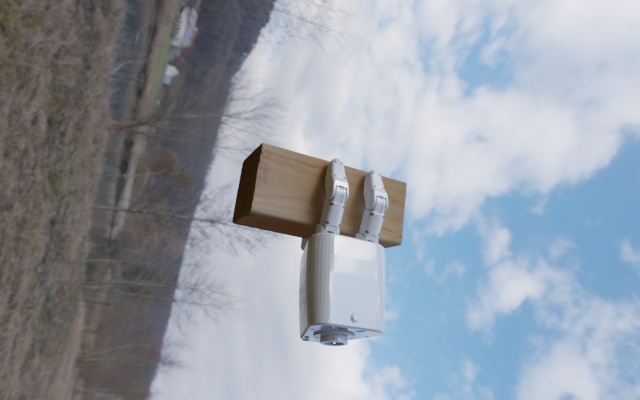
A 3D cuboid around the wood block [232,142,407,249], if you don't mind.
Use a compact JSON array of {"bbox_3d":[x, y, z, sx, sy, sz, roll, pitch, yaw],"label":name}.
[{"bbox_3d":[0.000,0.003,0.632,0.206,0.090,0.091,14,-17,-22],"label":"wood block"}]
